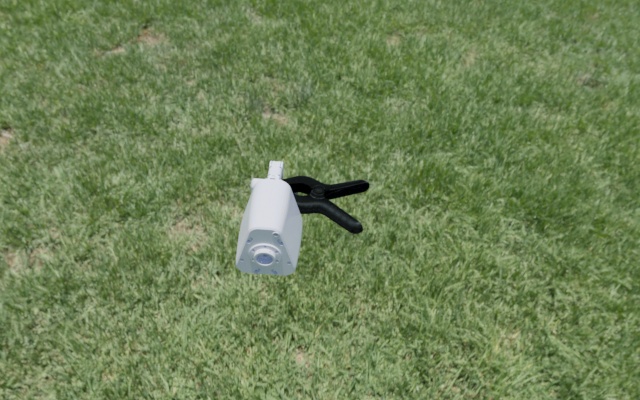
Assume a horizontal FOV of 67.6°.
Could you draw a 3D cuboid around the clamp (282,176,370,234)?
[{"bbox_3d":[0.000,0.002,0.801,0.171,0.039,0.120,3,38,-1],"label":"clamp"}]
